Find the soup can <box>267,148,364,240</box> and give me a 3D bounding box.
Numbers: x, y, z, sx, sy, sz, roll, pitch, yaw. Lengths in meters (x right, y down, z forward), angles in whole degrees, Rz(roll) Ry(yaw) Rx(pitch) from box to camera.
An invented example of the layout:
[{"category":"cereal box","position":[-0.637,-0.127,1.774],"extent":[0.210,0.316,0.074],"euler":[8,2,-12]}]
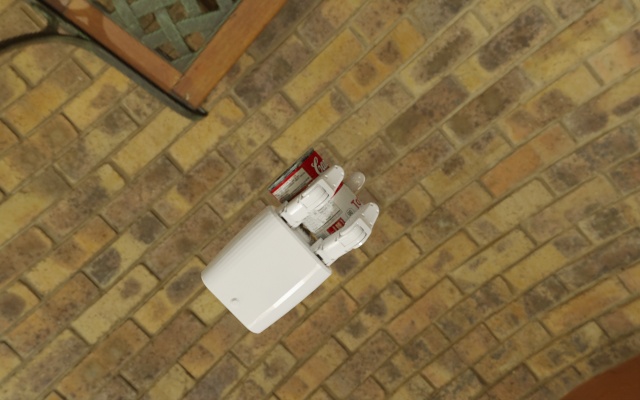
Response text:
[{"category":"soup can","position":[0.001,0.002,0.529],"extent":[0.068,0.102,0.068],"euler":[-42,7,6]}]
